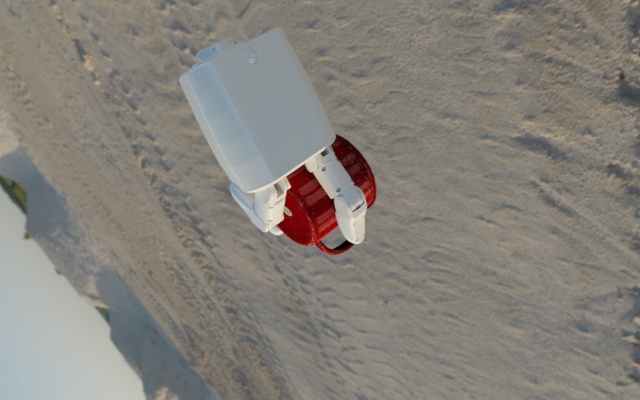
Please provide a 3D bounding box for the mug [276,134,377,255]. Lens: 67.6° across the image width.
[{"bbox_3d":[0.001,0.003,0.480,0.081,0.117,0.093,-37,20,-28],"label":"mug"}]
